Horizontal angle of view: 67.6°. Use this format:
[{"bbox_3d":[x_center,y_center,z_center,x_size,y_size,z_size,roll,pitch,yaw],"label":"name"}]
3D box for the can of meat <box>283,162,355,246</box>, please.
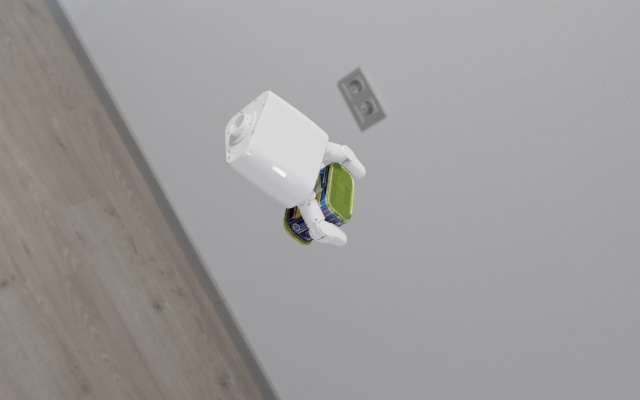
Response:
[{"bbox_3d":[0.000,0.002,0.684,0.084,0.102,0.057,-29,-54,33],"label":"can of meat"}]
